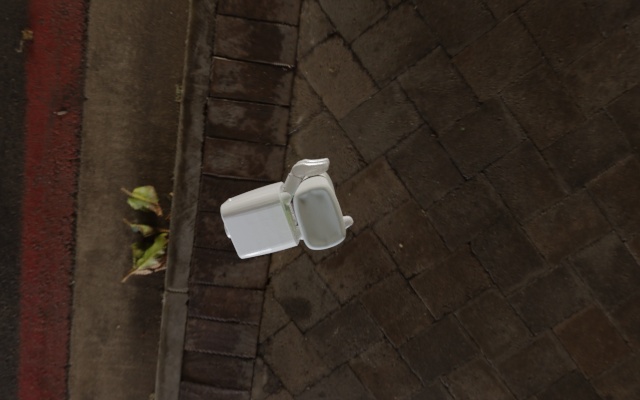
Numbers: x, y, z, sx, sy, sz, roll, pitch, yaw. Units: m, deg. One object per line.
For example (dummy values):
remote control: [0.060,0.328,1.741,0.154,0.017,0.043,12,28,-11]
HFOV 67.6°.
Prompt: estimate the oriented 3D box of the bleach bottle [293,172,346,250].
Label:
bleach bottle: [0.000,0.003,0.834,0.068,0.102,0.251,-17,9,4]
